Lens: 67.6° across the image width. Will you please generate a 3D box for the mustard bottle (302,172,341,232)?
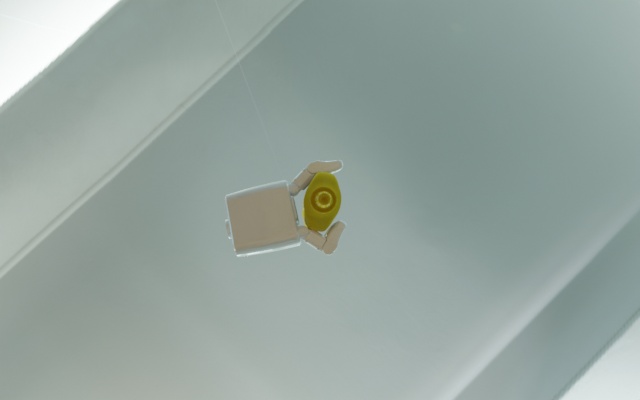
[{"bbox_3d":[0.000,0.003,0.786,0.058,0.096,0.191,12,-3,-2],"label":"mustard bottle"}]
